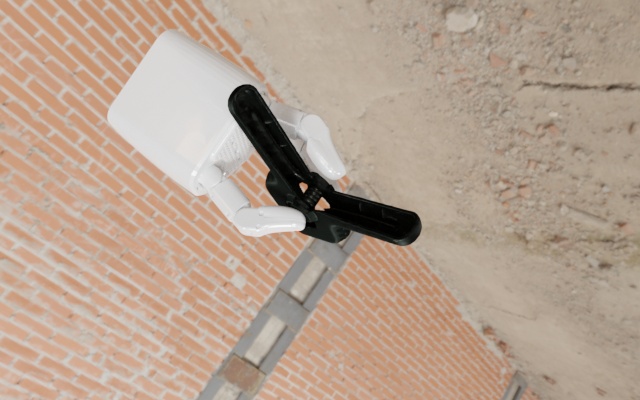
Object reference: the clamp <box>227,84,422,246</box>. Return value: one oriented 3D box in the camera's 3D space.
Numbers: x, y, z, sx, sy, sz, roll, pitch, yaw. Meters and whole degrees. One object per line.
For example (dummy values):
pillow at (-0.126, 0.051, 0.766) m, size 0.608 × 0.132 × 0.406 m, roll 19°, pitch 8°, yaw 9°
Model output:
clamp at (-0.001, 0.002, 0.414) m, size 0.164 × 0.036 × 0.210 m, roll 38°, pitch -15°, yaw 10°
